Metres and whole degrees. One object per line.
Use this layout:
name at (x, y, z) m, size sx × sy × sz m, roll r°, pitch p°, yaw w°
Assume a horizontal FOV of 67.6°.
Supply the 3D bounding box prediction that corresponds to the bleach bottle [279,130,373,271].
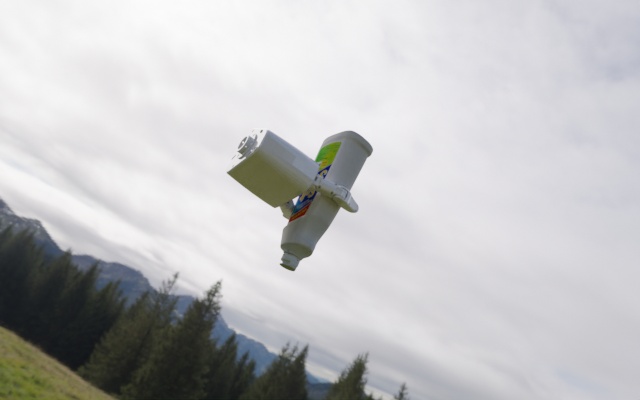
bleach bottle at (0.000, 0.003, 0.813) m, size 0.068 × 0.250 × 0.102 m, roll 37°, pitch -25°, yaw -27°
